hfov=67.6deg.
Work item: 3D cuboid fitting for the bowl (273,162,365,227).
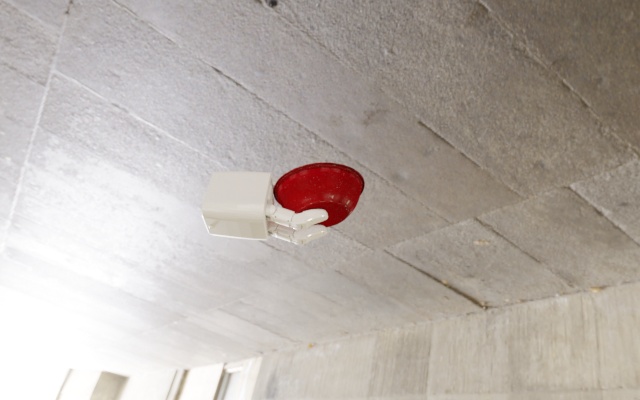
[{"bbox_3d":[0.001,0.003,0.822,0.162,0.055,0.162,-5,-31,-3],"label":"bowl"}]
